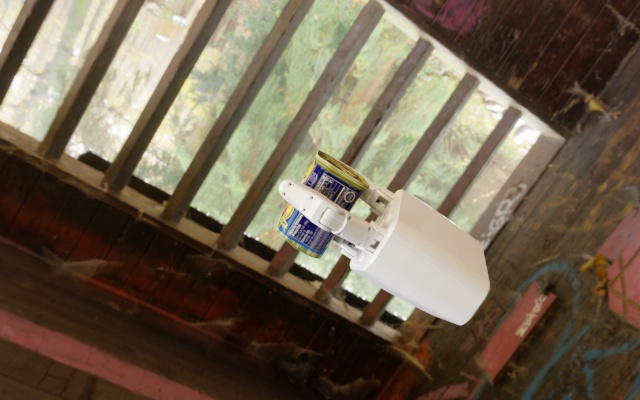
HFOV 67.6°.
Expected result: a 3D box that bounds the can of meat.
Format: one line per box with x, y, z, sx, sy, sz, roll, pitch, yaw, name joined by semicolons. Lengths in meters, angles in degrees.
0.000;0.002;0.476;0.057;0.084;0.102;31;9;-5;can of meat
